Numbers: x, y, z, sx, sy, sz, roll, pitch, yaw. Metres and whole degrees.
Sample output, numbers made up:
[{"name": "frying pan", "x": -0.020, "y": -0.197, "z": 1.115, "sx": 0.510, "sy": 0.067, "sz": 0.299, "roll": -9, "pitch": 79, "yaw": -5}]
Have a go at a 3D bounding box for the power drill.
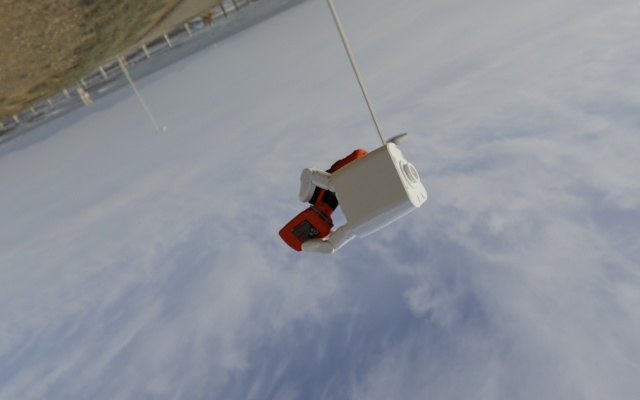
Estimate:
[{"name": "power drill", "x": 0.000, "y": 0.003, "z": 0.852, "sx": 0.184, "sy": 0.057, "sz": 0.187, "roll": -39, "pitch": 14, "yaw": 48}]
